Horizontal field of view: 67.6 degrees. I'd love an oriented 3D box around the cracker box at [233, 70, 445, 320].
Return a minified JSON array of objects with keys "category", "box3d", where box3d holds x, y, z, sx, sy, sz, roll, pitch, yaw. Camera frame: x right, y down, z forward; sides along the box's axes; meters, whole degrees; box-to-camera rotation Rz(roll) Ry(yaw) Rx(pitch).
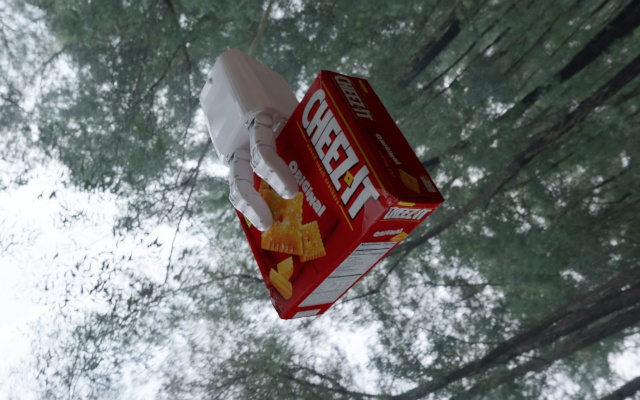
[{"category":"cracker box","box3d":[0.000,0.002,0.500,0.072,0.164,0.214,0,-38,-40]}]
